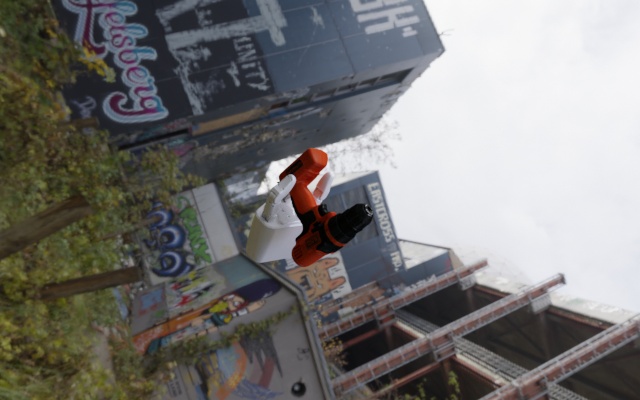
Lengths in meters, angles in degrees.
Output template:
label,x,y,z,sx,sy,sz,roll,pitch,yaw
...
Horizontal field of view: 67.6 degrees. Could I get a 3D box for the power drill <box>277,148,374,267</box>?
label,x,y,z,sx,sy,sz,roll,pitch,yaw
power drill,0.000,0.003,0.850,0.057,0.187,0.184,15,-41,-45
